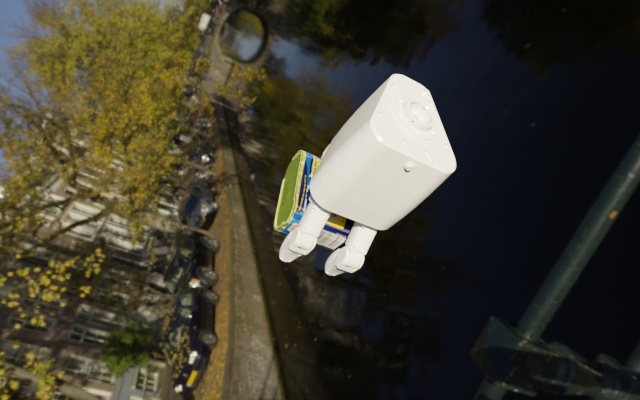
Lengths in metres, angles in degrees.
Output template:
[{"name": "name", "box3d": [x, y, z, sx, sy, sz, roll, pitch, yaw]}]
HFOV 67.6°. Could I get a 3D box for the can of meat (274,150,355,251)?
[{"name": "can of meat", "box3d": [0.000, 0.002, 0.542, 0.084, 0.102, 0.057, 22, -36, -20]}]
